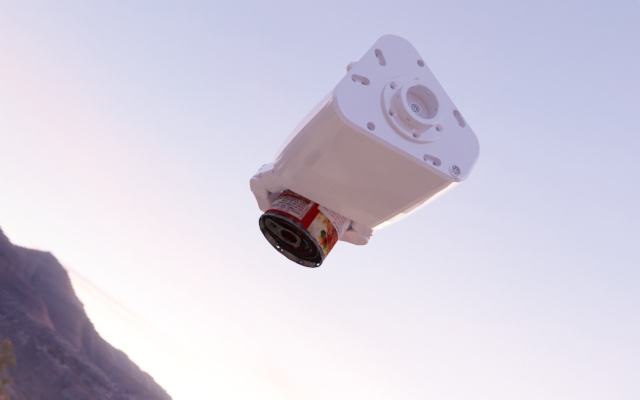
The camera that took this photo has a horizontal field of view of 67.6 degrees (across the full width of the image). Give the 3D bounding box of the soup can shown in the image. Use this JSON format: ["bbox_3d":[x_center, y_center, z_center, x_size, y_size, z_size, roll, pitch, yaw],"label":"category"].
[{"bbox_3d":[0.000,0.001,0.438,0.068,0.068,0.102,0,43,47],"label":"soup can"}]
